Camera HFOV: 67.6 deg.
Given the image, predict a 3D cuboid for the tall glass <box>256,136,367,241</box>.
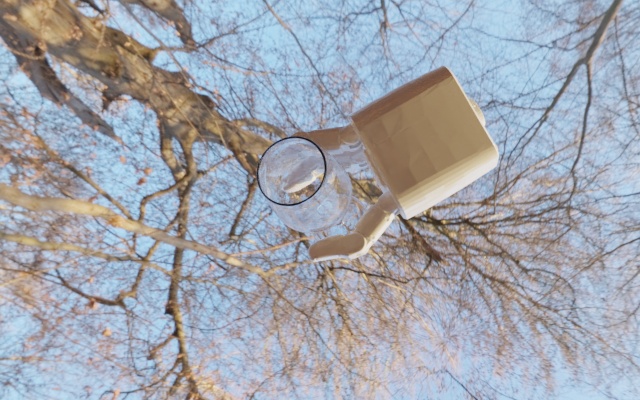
[{"bbox_3d":[0.000,0.002,0.488,0.079,0.079,0.201,0,-15,15],"label":"tall glass"}]
